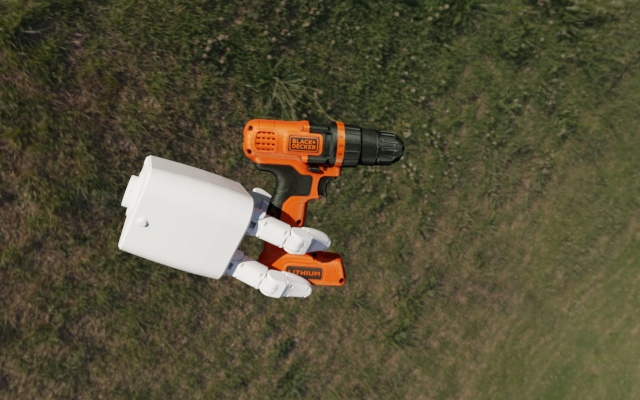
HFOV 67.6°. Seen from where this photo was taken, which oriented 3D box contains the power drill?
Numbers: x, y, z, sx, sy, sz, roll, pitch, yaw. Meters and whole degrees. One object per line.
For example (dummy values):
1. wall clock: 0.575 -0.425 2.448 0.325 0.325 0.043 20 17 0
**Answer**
1. power drill: 0.000 0.002 0.556 0.184 0.188 0.057 4 8 -5
